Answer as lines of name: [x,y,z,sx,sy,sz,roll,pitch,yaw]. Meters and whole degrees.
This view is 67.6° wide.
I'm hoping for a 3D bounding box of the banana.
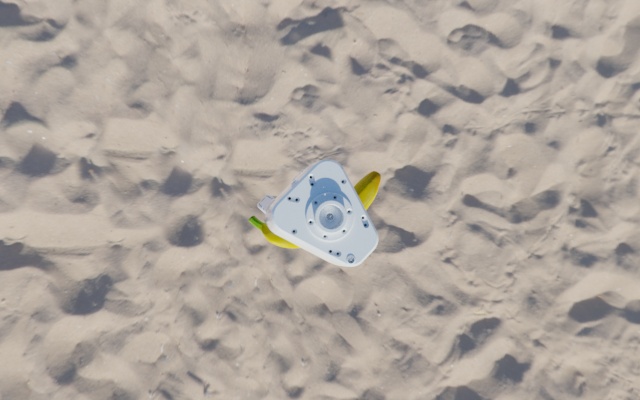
banana: [0.003,0.021,0.666,0.198,0.069,0.037,-20,-3,-7]
